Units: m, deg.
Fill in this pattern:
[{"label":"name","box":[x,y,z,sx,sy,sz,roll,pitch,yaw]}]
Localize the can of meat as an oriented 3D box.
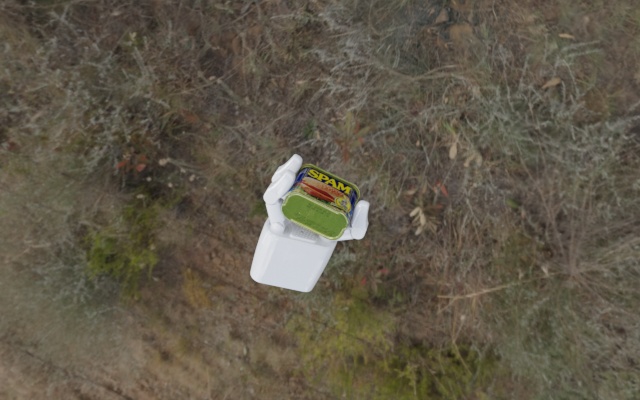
[{"label":"can of meat","box":[0.000,0.002,0.699,0.102,0.057,0.084,26,34,-1]}]
